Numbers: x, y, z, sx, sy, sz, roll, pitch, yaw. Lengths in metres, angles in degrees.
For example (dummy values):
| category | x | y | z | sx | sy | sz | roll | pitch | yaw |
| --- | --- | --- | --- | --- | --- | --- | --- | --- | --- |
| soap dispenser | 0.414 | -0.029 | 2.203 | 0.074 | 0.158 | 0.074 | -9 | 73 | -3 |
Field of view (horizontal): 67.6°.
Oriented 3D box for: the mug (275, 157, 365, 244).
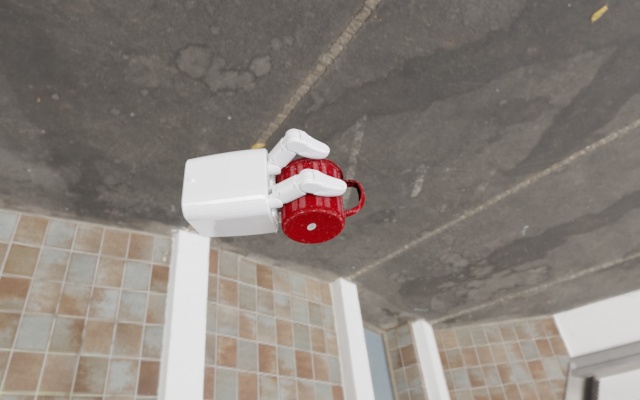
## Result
| category | x | y | z | sx | sy | sz | roll | pitch | yaw |
| --- | --- | --- | --- | --- | --- | --- | --- | --- | --- |
| mug | 0.002 | 0.002 | 0.626 | 0.117 | 0.081 | 0.093 | -6 | -37 | 1 |
